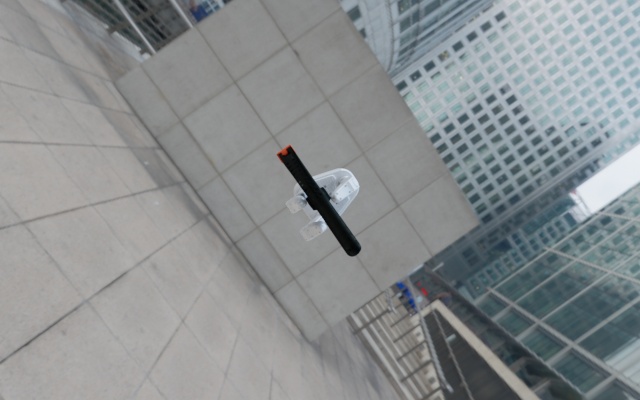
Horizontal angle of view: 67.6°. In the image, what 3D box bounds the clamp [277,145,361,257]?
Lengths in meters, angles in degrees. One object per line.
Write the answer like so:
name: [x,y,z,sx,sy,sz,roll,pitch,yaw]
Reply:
clamp: [0.000,0.002,0.775,0.036,0.210,0.164,-35,7,-1]
